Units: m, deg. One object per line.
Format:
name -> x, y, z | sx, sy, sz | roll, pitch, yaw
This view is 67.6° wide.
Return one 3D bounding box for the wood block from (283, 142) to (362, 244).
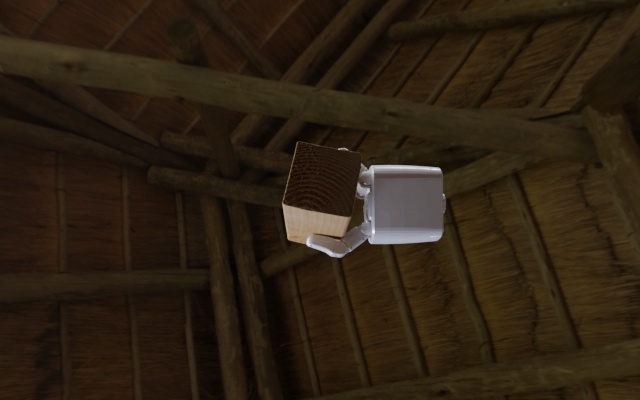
wood block -> 0.000, 0.003, 0.704 | 0.090, 0.090, 0.206 | 11, -17, 2
